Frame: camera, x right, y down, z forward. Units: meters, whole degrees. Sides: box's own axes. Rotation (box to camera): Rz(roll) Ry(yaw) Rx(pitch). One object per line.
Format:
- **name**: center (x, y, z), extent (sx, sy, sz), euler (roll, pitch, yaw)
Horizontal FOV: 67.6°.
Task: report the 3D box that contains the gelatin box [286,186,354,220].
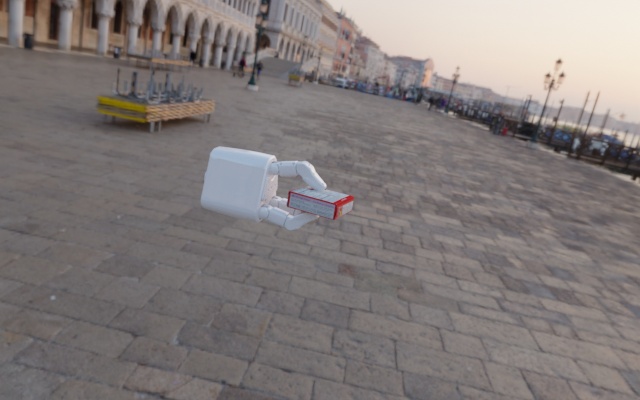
- **gelatin box**: center (0.000, 0.002, 0.785), extent (0.089, 0.030, 0.073), euler (14, 16, 23)
